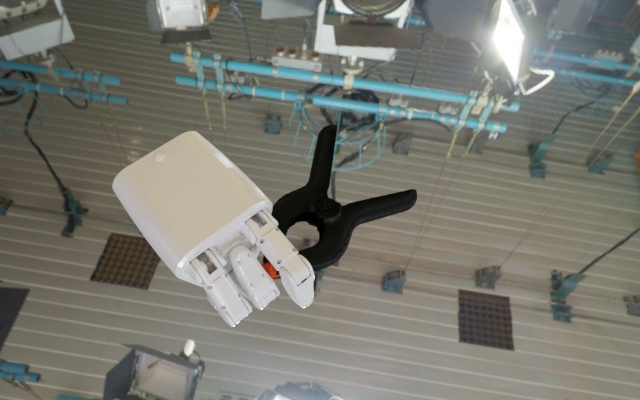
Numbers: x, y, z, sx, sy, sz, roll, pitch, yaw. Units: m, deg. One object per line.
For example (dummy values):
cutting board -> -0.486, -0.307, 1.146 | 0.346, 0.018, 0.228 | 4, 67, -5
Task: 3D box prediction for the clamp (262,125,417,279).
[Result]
clamp -> 0.000, 0.002, 0.459 | 0.171, 0.120, 0.039 | -36, -19, -26
